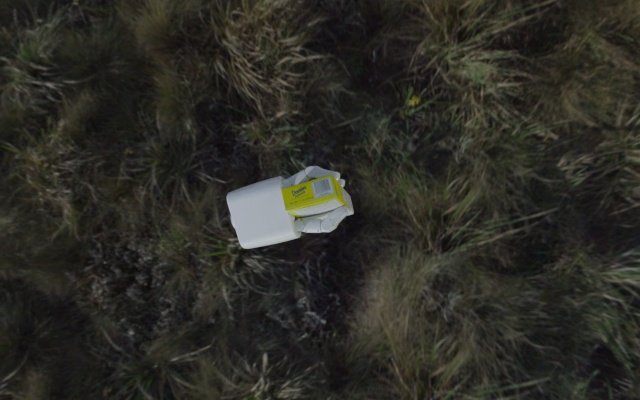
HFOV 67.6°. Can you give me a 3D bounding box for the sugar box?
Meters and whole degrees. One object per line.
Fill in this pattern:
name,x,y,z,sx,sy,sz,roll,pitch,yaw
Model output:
sugar box,0.000,0.002,0.868,0.093,0.048,0.176,-15,-11,9
